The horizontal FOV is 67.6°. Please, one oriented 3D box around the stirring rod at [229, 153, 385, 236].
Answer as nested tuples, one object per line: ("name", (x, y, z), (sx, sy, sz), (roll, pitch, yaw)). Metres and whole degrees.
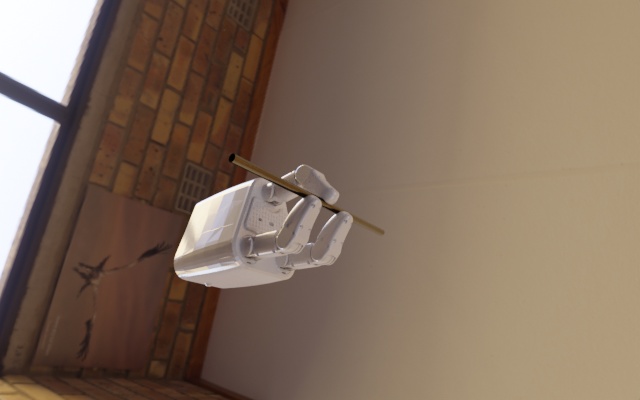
("stirring rod", (0.000, 0.002, 0.481), (0.011, 0.011, 0.239), (0, -18, 39))
